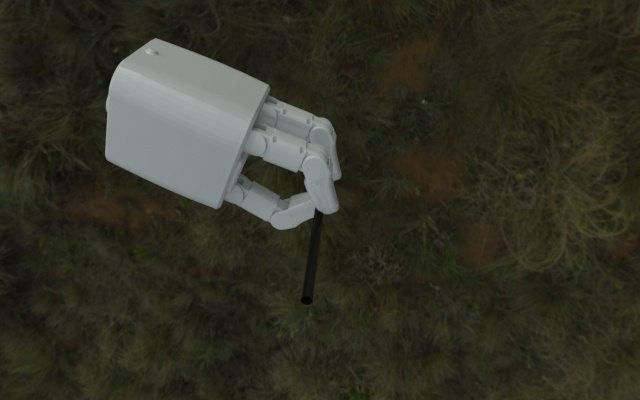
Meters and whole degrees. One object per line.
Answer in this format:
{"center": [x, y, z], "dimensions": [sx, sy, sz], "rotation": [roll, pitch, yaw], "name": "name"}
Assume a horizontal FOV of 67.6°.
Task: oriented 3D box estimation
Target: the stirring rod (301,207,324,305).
{"center": [0.000, 0.001, 0.418], "dimensions": [0.011, 0.011, 0.239], "rotation": [0, 33, 5], "name": "stirring rod"}
